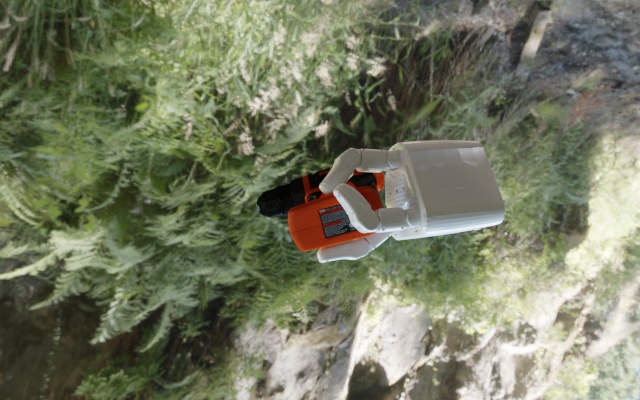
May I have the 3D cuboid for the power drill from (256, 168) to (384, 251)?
[{"bbox_3d":[0.000,0.002,0.609,0.184,0.057,0.187,-17,16,3],"label":"power drill"}]
